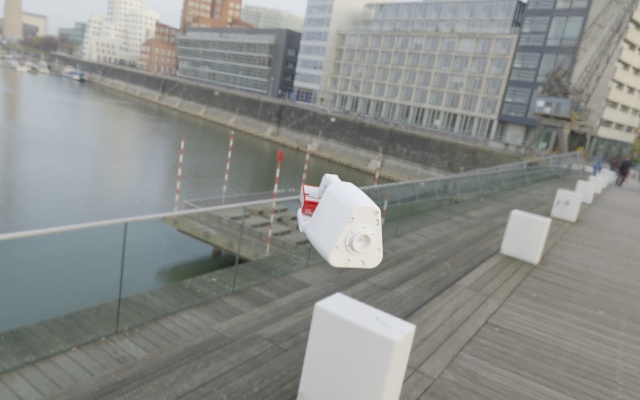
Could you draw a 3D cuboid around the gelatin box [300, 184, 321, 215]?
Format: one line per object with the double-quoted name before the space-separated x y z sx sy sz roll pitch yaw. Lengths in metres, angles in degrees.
"gelatin box" 0.000 0.002 0.893 0.073 0.030 0.089 10 20 -9
